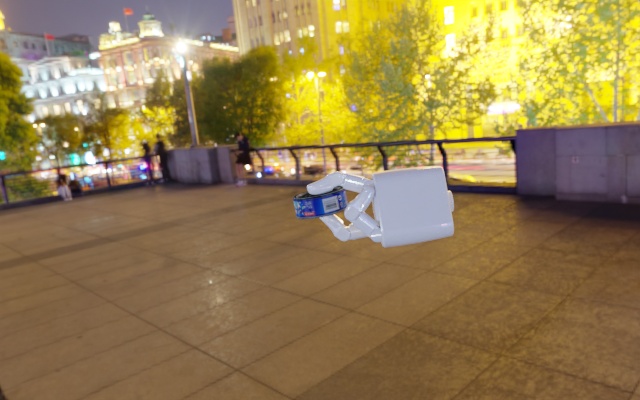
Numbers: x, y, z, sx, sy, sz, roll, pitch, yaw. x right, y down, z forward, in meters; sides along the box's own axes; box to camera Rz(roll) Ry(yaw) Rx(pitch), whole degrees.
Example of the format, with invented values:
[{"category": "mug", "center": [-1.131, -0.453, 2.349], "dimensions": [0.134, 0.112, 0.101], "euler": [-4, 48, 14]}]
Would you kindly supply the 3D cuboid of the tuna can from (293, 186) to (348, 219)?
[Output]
[{"category": "tuna can", "center": [0.000, 0.002, 0.763], "dimensions": [0.086, 0.034, 0.086], "euler": [-11, 9, 2]}]
